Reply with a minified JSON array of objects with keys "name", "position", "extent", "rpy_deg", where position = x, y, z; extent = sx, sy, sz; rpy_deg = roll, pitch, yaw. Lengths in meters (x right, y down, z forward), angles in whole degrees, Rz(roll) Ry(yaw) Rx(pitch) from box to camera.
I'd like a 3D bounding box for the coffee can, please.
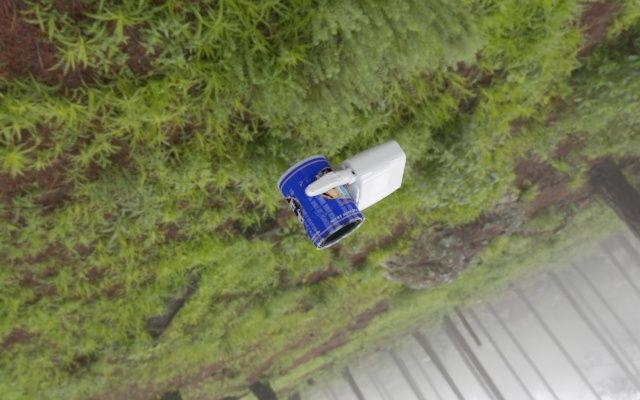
[{"name":"coffee can","position":[0.000,0.003,0.862],"extent":[0.103,0.140,0.103],"rpy_deg":[-30,-15,-9]}]
